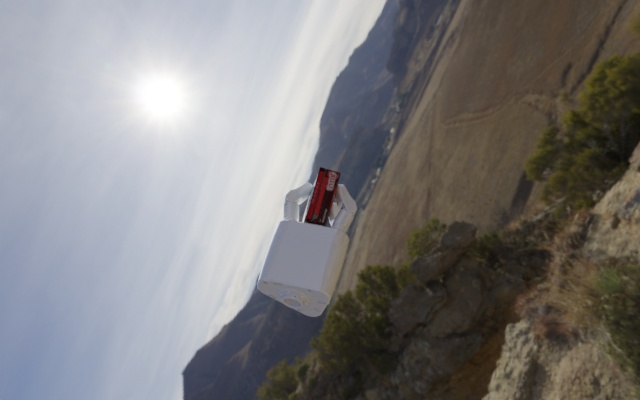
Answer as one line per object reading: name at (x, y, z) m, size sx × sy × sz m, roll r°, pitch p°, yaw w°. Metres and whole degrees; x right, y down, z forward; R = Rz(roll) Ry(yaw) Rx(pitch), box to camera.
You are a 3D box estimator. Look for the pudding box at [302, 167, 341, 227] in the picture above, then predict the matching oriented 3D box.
pudding box at (0.000, 0.003, 0.777) m, size 0.039 × 0.090 × 0.113 m, roll 17°, pitch -9°, yaw -3°
